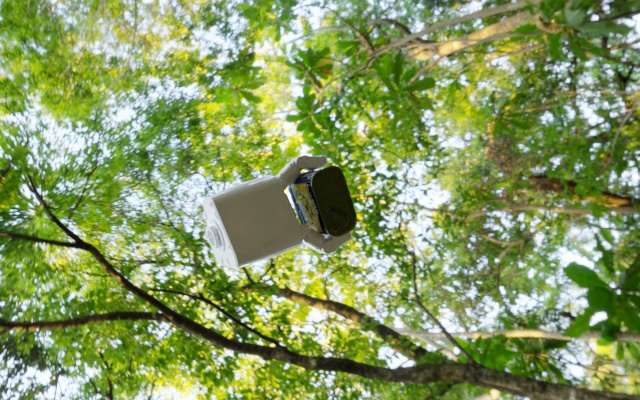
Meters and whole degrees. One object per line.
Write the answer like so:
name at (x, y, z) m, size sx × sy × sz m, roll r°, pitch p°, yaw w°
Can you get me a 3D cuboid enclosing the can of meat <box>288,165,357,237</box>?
can of meat at (0.000, 0.002, 0.726) m, size 0.057 × 0.102 × 0.084 m, roll -24°, pitch 11°, yaw -29°
